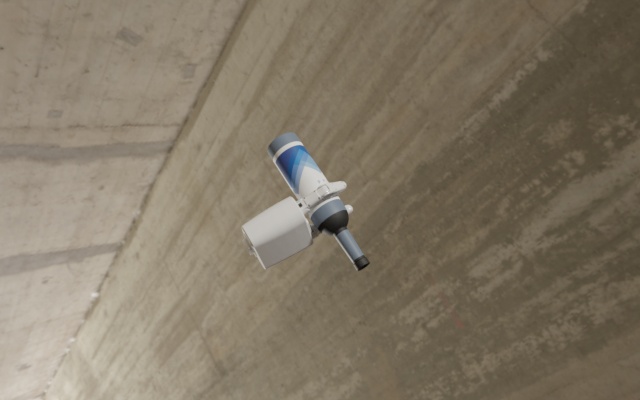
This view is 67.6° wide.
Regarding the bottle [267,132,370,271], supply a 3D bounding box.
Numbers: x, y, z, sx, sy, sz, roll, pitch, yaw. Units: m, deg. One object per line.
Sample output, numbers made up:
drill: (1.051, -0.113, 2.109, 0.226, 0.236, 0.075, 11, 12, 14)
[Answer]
bottle: (0.000, 0.003, 0.897, 0.069, 0.295, 0.069, -29, -20, -12)
